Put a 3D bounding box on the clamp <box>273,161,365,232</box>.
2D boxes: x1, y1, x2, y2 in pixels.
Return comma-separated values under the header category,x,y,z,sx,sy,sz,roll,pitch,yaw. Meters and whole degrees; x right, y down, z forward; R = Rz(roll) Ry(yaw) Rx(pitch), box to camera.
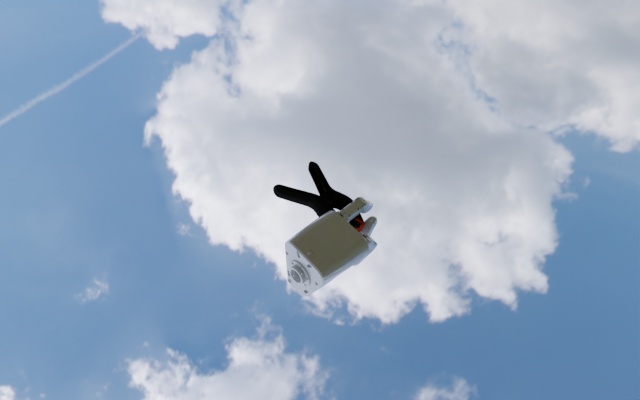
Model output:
category,x,y,z,sx,sy,sz,roll,pitch,yaw
clamp,0.000,0.003,0.863,0.120,0.039,0.171,-31,63,-34
